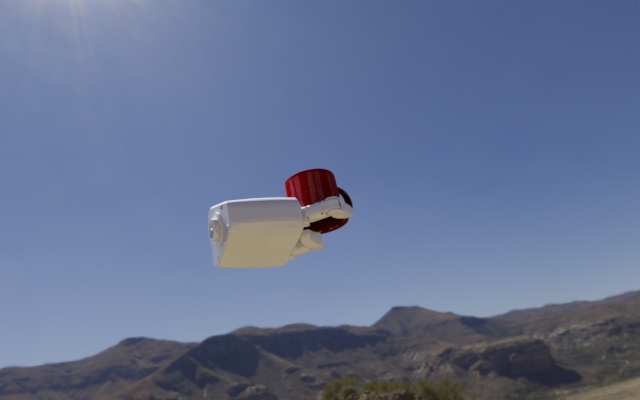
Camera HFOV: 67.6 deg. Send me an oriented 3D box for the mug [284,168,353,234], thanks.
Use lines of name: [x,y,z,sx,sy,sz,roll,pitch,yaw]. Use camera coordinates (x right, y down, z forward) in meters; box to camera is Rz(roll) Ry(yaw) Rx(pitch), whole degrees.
mug: [0.001,0.002,0.748,0.117,0.081,0.093,0,-23,-30]
